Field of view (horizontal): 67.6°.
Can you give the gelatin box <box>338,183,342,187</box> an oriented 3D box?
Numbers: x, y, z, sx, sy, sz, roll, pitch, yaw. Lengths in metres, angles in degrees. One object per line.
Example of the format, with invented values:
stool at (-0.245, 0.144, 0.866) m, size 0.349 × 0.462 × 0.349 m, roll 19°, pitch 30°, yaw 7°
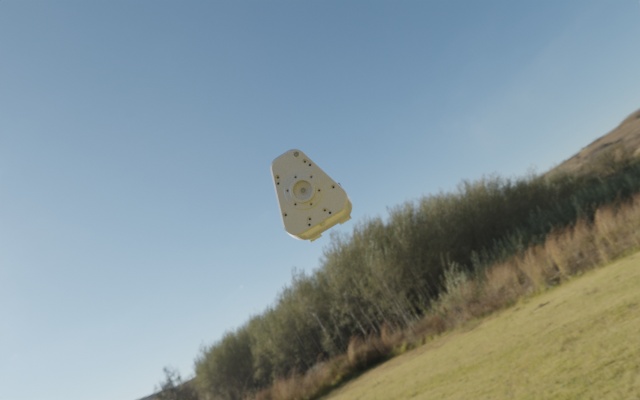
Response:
gelatin box at (0.000, 0.002, 0.794) m, size 0.073 × 0.030 × 0.089 m, roll -32°, pitch -2°, yaw 14°
